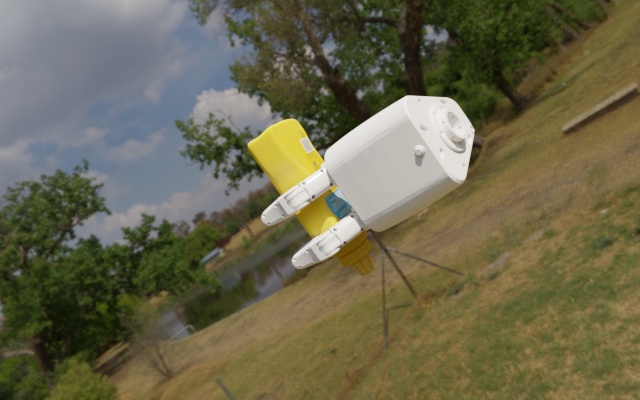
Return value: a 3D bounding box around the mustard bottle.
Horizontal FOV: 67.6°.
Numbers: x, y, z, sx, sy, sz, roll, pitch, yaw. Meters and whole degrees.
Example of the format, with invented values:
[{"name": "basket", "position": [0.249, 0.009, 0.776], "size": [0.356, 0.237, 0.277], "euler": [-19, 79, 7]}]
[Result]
[{"name": "mustard bottle", "position": [0.000, 0.002, 0.536], "size": [0.058, 0.191, 0.096], "euler": [-34, 2, 17]}]
